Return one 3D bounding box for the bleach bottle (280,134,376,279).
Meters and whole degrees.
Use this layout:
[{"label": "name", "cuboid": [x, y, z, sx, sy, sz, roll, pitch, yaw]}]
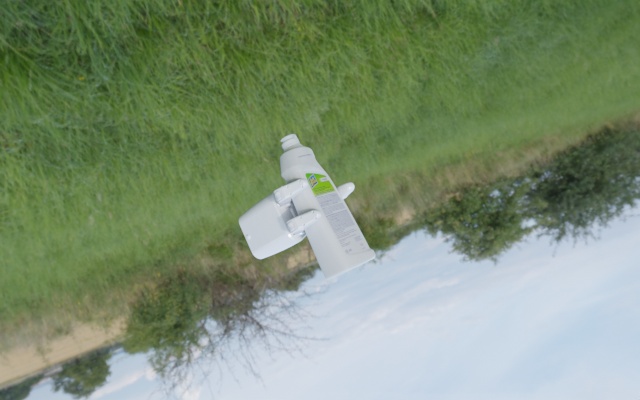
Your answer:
[{"label": "bleach bottle", "cuboid": [0.000, 0.003, 0.820, 0.068, 0.251, 0.102, -30, -9, 36]}]
